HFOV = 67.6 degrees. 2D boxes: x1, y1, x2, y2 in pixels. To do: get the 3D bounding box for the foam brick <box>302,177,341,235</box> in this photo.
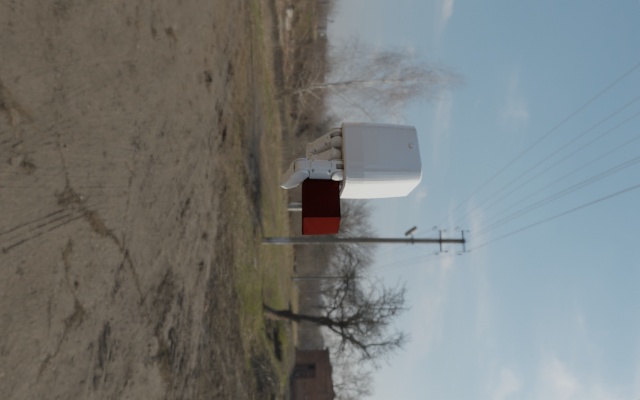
[{"bbox_3d":[0.000,0.002,0.660,0.051,0.078,0.053,1,-29,-4],"label":"foam brick"}]
